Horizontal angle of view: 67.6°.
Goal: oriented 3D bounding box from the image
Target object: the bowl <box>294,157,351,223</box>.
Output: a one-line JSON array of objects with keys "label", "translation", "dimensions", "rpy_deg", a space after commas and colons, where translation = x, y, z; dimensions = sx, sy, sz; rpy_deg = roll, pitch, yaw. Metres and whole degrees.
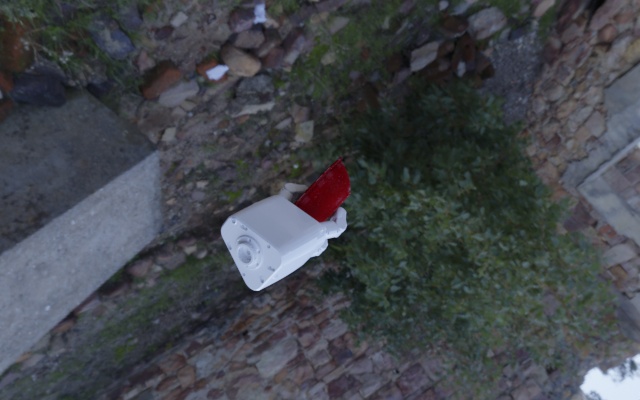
[{"label": "bowl", "translation": [0.001, 0.002, 0.809], "dimensions": [0.055, 0.162, 0.162], "rpy_deg": [43, 1, 1]}]
